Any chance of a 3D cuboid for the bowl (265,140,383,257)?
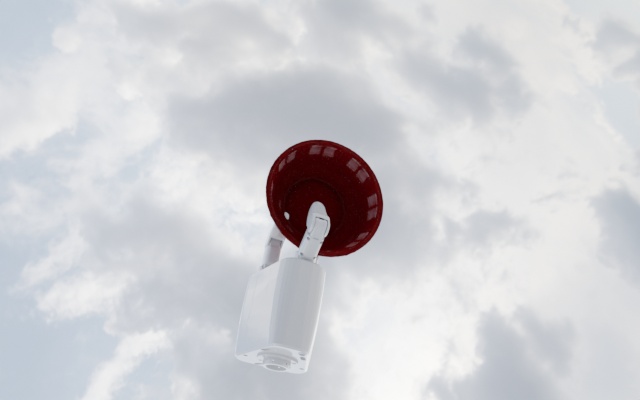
[{"bbox_3d":[0.001,0.001,0.642,0.162,0.162,0.055,0,-18,-20],"label":"bowl"}]
